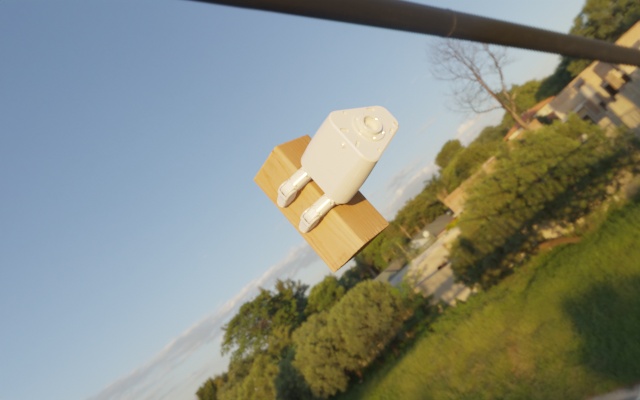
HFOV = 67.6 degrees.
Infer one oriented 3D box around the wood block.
[{"bbox_3d":[0.000,0.002,0.788,0.091,0.206,0.090,-29,-16,-48],"label":"wood block"}]
